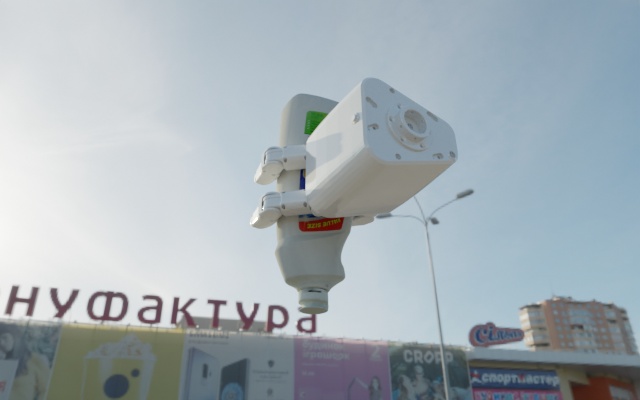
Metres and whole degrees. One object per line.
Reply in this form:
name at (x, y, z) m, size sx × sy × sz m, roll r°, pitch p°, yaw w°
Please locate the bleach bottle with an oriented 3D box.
bleach bottle at (0.000, 0.002, 0.540) m, size 0.102 × 0.250 × 0.068 m, roll 13°, pitch -30°, yaw -24°
